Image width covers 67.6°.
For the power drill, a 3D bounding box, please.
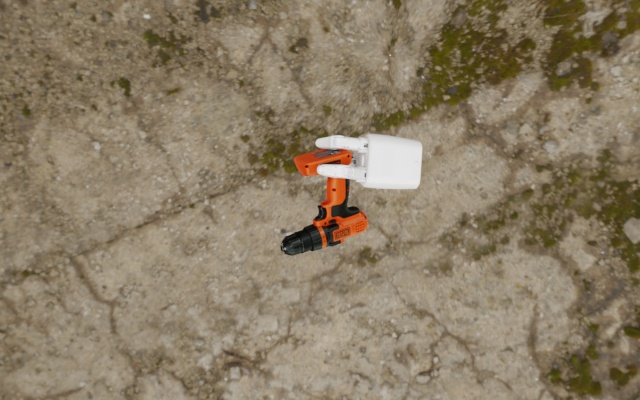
[{"bbox_3d":[0.000,0.002,0.899,0.184,0.188,0.057,-18,28,-24],"label":"power drill"}]
